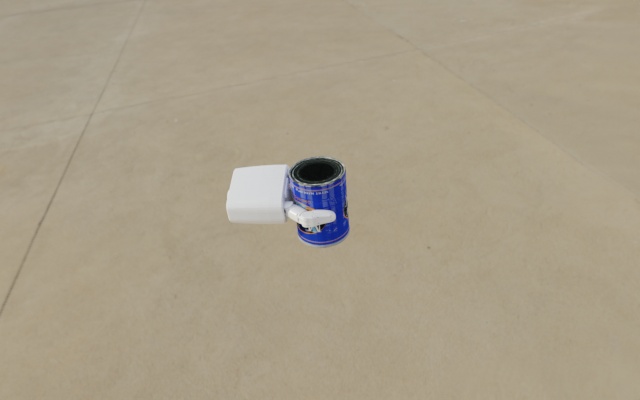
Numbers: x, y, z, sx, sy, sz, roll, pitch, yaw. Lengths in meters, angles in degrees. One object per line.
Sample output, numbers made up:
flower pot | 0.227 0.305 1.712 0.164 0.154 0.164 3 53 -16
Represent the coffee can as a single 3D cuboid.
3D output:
coffee can | 0.000 0.003 0.892 0.103 0.140 0.102 -4 34 3
